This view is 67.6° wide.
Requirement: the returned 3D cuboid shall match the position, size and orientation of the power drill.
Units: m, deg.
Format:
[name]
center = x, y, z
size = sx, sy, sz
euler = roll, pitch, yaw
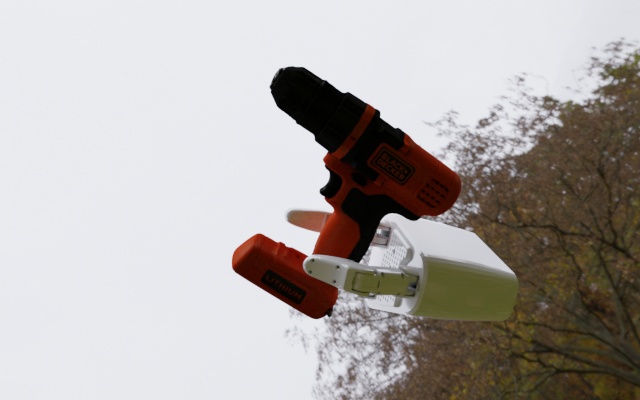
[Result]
[power drill]
center = 0.000, 0.002, 0.421
size = 0.184, 0.188, 0.057
euler = 34, 20, -8
